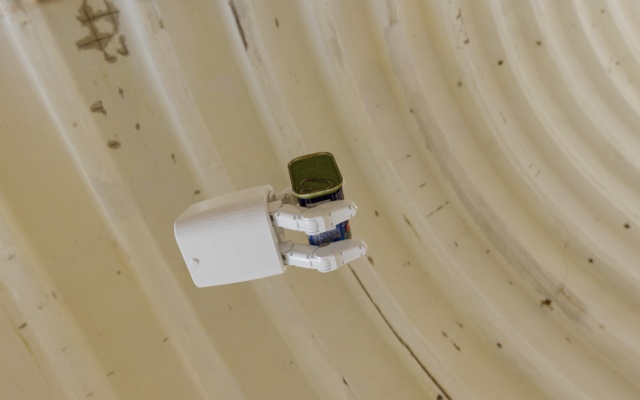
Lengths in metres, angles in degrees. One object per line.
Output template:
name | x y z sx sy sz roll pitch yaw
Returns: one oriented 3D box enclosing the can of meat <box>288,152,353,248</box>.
can of meat | 0.000 0.002 0.570 0.057 0.084 0.102 -14 30 -2
